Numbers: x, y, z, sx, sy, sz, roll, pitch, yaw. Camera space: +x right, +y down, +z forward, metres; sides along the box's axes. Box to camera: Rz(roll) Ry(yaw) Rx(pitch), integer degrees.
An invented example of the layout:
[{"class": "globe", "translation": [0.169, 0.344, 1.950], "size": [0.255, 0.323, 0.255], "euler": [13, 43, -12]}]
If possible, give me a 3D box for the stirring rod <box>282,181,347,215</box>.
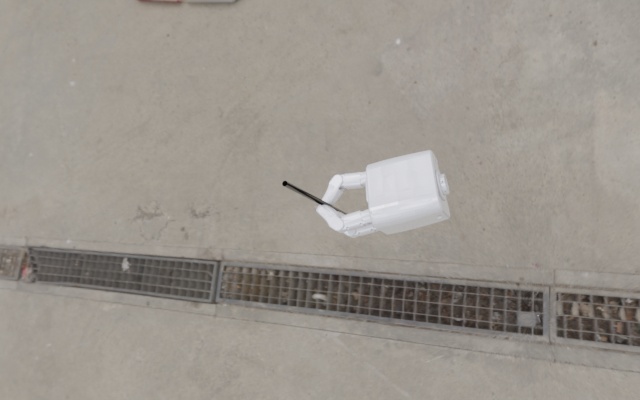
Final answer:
[{"class": "stirring rod", "translation": [0.000, 0.002, 0.758], "size": [0.011, 0.011, 0.239], "euler": [0, -12, 25]}]
